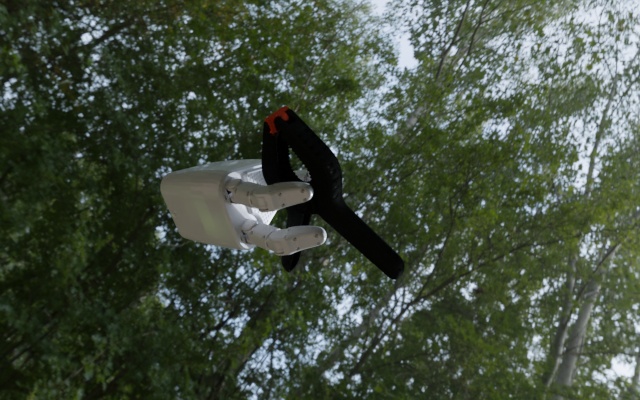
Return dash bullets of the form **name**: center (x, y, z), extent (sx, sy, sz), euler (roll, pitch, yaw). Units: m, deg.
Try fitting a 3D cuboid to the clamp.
- **clamp**: center (0.000, 0.001, 0.512), extent (0.164, 0.210, 0.036), euler (4, 33, 33)
